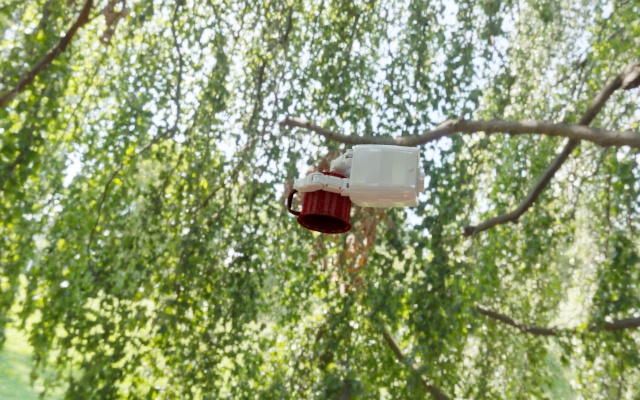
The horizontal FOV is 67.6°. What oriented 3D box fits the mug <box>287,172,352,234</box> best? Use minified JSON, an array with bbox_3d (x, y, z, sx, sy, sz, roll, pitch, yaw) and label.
[{"bbox_3d":[-0.001,0.002,0.820,0.117,0.081,0.093,3,-23,13],"label":"mug"}]
